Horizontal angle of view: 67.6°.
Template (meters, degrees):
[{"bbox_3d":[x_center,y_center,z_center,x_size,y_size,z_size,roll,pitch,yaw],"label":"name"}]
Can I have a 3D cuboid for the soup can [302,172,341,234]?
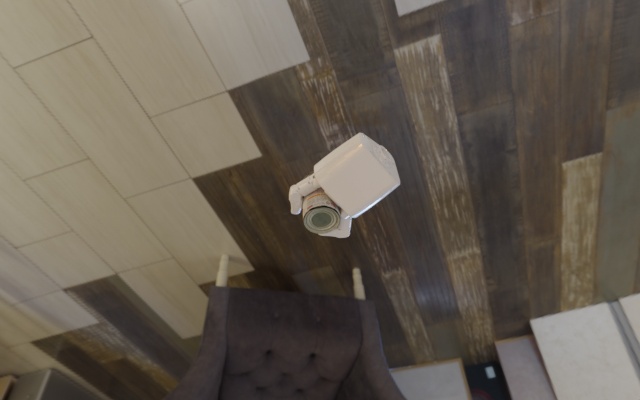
[{"bbox_3d":[0.000,0.003,0.877,0.068,0.069,0.102,0,41,-4],"label":"soup can"}]
